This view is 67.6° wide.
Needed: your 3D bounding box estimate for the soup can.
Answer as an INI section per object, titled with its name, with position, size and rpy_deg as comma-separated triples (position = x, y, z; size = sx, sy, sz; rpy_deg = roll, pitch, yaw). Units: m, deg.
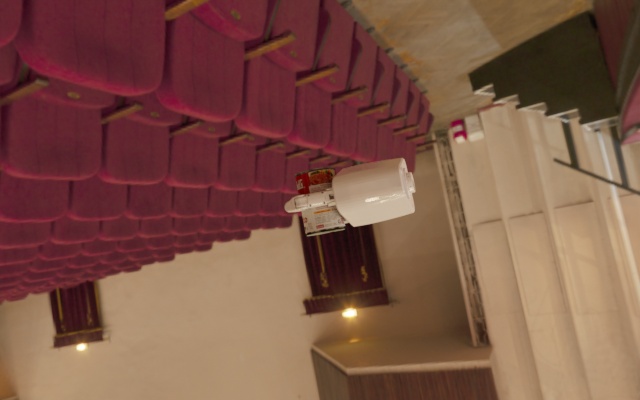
[soup can]
position = 0.000, 0.003, 0.783
size = 0.068, 0.102, 0.068
rpy_deg = -10, -6, -1
